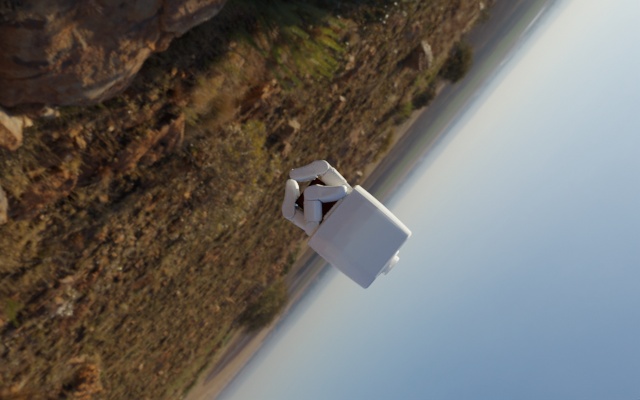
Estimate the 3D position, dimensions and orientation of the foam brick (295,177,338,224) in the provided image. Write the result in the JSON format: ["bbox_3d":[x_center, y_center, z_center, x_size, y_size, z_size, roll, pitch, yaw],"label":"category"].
[{"bbox_3d":[0.000,0.002,0.742,0.051,0.053,0.078,39,1,7],"label":"foam brick"}]
